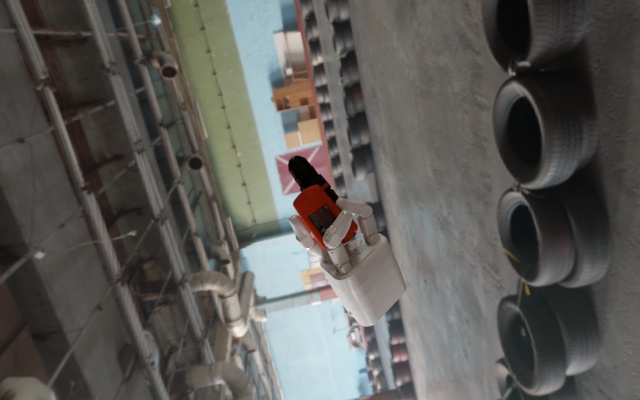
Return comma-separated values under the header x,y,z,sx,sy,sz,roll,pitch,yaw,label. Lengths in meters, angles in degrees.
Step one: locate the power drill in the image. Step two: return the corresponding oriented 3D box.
x,y,z,sx,sy,sz,roll,pitch,yaw,label
0.000,0.003,0.818,0.057,0.184,0.187,-38,4,8,power drill
